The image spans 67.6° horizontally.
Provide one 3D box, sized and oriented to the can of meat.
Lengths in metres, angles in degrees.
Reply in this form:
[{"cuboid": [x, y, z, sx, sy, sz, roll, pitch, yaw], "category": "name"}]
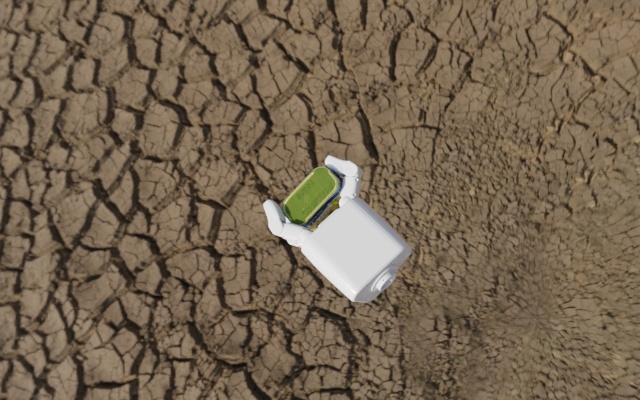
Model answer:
[{"cuboid": [0.000, 0.002, 0.732, 0.057, 0.102, 0.084, 47, 8, 26], "category": "can of meat"}]
